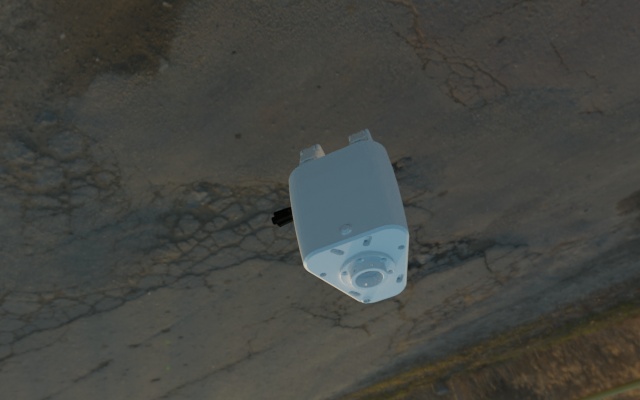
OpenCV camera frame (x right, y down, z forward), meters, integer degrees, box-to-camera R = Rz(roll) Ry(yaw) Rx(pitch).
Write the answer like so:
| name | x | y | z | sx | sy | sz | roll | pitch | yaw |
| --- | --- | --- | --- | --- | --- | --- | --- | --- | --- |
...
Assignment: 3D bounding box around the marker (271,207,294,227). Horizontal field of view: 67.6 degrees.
| name | x | y | z | sx | sy | sz | roll | pitch | yaw |
| --- | --- | --- | --- | --- | --- | --- | --- | --- | --- |
| marker | 0.000 | 0.002 | 0.535 | 0.121 | 0.020 | 0.020 | -22 | -5 | 12 |
